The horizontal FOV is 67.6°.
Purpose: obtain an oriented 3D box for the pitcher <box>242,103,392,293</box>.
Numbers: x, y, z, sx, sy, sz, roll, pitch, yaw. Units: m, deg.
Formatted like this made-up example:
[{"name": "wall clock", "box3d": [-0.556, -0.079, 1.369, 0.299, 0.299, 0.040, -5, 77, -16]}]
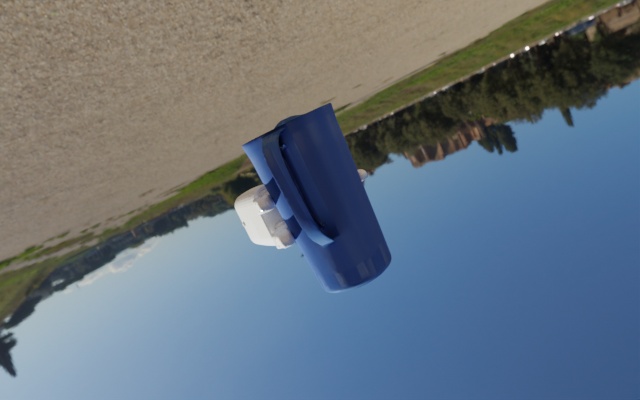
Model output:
[{"name": "pitcher", "box3d": [0.000, 0.002, 0.649, 0.149, 0.243, 0.145, -30, 9, -29]}]
